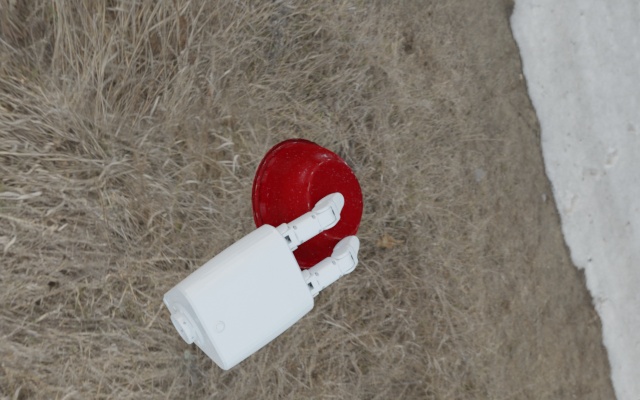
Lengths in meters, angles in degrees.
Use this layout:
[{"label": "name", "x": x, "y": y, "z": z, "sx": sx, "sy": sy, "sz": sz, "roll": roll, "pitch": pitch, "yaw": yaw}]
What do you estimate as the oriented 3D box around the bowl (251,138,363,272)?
[{"label": "bowl", "x": 0.001, "y": 0.001, "z": 0.559, "sx": 0.162, "sy": 0.162, "sz": 0.055, "roll": 0, "pitch": -7, "yaw": -45}]
